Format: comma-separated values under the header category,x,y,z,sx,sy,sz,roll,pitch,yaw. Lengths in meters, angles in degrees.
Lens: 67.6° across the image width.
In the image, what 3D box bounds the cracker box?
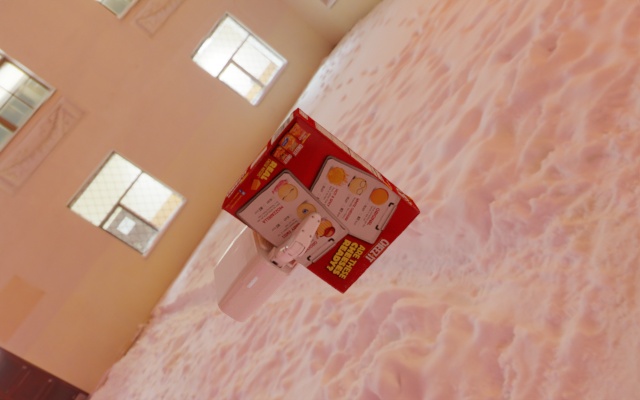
category,x,y,z,sx,sy,sz,roll,pitch,yaw
cracker box,0.000,0.002,0.660,0.214,0.164,0.072,37,16,-15
